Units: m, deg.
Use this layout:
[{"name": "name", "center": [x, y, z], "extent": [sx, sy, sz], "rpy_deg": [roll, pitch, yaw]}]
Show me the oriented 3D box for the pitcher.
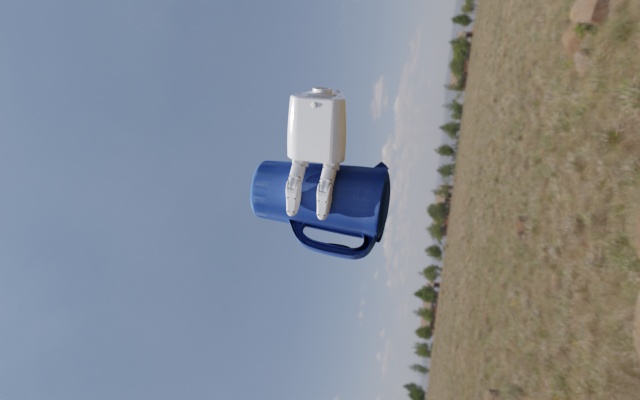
[{"name": "pitcher", "center": [0.000, 0.003, 0.857], "extent": [0.243, 0.145, 0.149], "rpy_deg": [7, 22, 14]}]
